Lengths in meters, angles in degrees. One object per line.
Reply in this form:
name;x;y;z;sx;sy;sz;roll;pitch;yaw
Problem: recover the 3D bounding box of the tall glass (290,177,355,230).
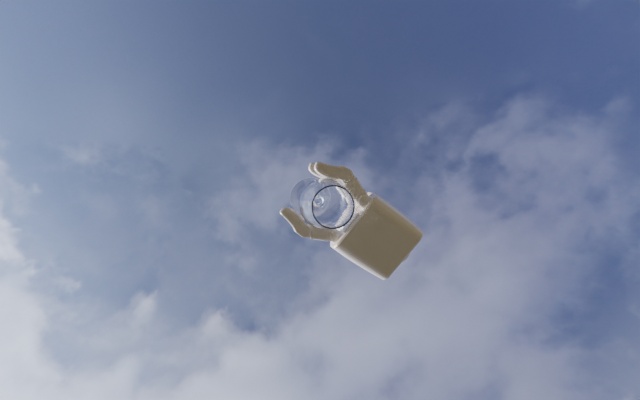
tall glass;0.000;0.002;0.760;0.079;0.079;0.201;0;4;-10
